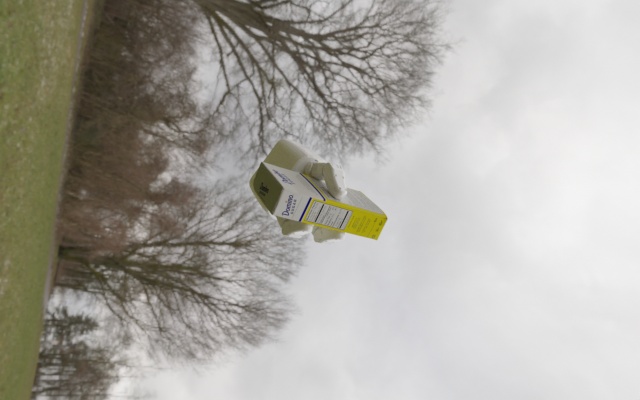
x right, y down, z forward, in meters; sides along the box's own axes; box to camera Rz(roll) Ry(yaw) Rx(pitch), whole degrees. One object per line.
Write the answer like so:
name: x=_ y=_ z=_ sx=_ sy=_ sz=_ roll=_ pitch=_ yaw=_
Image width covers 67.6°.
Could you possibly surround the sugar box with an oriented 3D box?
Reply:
sugar box: x=0.000 y=0.003 z=0.668 sx=0.176 sy=0.048 sz=0.093 roll=13 pitch=19 yaw=-30
